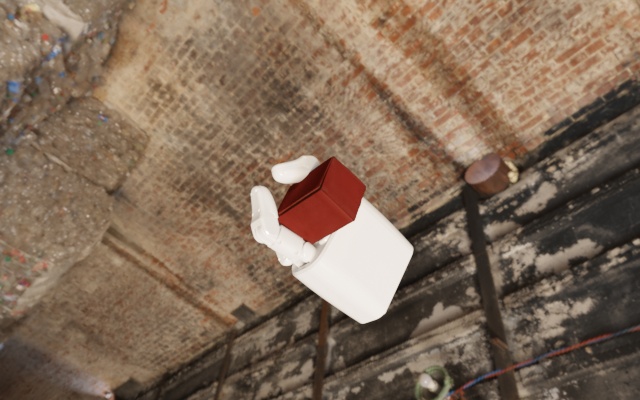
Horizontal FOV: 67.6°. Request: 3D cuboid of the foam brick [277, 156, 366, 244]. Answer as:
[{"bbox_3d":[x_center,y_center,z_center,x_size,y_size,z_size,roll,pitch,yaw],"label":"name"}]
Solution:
[{"bbox_3d":[0.000,0.002,0.497,0.051,0.053,0.078,41,-45,-17],"label":"foam brick"}]
